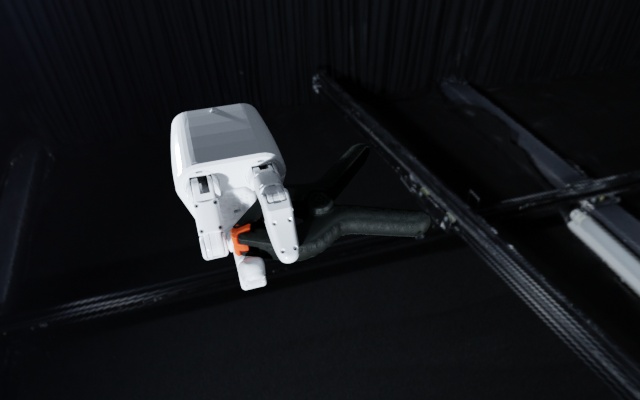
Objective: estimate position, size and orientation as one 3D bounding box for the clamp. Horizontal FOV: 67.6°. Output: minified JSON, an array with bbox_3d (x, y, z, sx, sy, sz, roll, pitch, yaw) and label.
[{"bbox_3d":[0.000,0.002,0.436,0.171,0.039,0.120,-11,42,-13],"label":"clamp"}]
